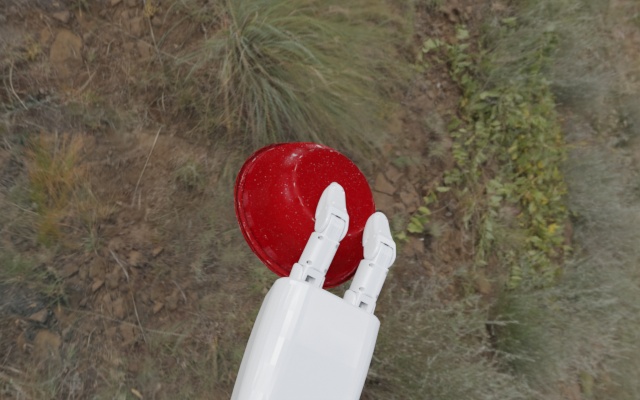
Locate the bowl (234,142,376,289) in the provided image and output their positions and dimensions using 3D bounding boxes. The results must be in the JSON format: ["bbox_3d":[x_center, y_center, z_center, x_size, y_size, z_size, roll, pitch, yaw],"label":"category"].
[{"bbox_3d":[0.000,0.000,0.470,0.162,0.162,0.055,0,-24,-37],"label":"bowl"}]
